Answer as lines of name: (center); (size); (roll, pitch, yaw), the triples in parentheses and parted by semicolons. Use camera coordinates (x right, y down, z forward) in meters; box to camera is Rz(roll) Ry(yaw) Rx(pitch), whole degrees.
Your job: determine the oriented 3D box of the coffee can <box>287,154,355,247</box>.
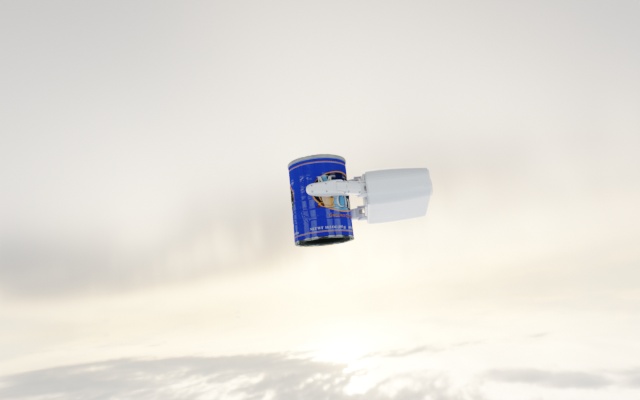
coffee can: (0.000, 0.003, 0.818); (0.103, 0.140, 0.103); (-6, -12, -1)
